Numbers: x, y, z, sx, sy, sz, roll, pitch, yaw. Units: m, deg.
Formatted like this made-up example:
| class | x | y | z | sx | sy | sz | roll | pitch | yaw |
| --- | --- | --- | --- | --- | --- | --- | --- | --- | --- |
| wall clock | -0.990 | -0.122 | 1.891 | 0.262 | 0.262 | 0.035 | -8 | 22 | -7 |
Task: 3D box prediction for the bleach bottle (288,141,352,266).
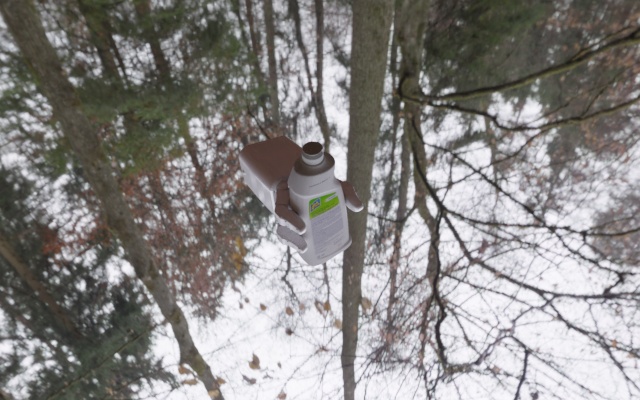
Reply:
| class | x | y | z | sx | sy | sz | roll | pitch | yaw |
| --- | --- | --- | --- | --- | --- | --- | --- | --- | --- |
| bleach bottle | 0.000 | 0.003 | 0.767 | 0.102 | 0.251 | 0.068 | -31 | 56 | -22 |
